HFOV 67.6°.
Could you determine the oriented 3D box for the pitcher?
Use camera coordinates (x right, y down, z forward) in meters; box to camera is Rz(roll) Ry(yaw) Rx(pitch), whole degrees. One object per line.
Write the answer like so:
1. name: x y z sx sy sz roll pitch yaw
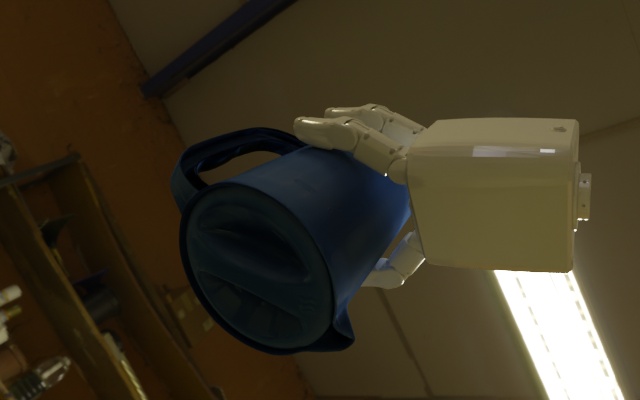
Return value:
1. pitcher: 0.000 0.001 0.418 0.145 0.149 0.242 1 22 31
